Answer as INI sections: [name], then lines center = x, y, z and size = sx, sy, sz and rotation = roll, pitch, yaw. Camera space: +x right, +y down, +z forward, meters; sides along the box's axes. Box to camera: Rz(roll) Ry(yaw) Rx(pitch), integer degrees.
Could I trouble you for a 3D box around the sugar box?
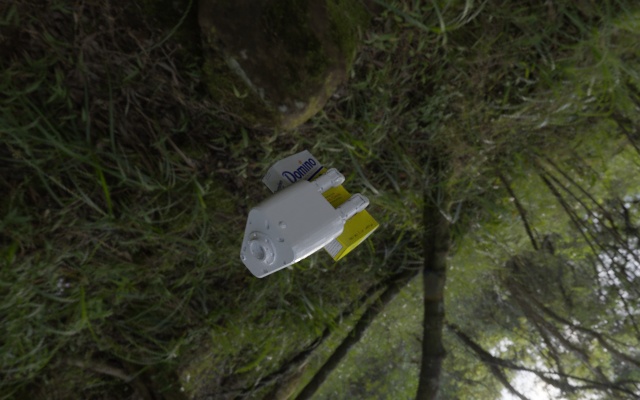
[sugar box]
center = 0.000, 0.002, 0.752
size = 0.093, 0.176, 0.048
rotation = -30, -16, -47
